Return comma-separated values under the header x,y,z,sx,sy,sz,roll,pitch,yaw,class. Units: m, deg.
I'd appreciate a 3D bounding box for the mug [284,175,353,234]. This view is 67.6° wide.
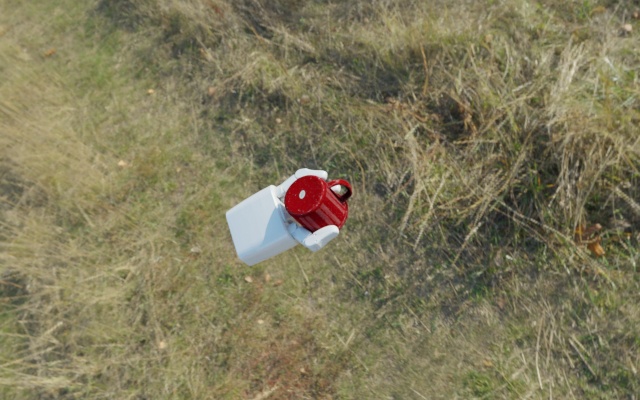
x,y,z,sx,sy,sz,roll,pitch,yaw,class
0.001,0.002,0.823,0.117,0.093,0.081,-30,-39,13,mug
